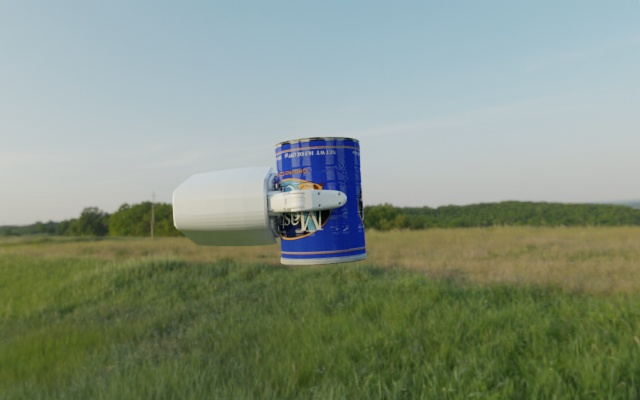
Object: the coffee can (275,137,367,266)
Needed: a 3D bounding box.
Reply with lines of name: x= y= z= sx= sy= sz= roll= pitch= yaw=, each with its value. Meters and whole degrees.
coffee can: x=0.000 y=0.002 z=0.571 sx=0.103 sy=0.140 sz=0.103 roll=-3 pitch=-2 yaw=0
